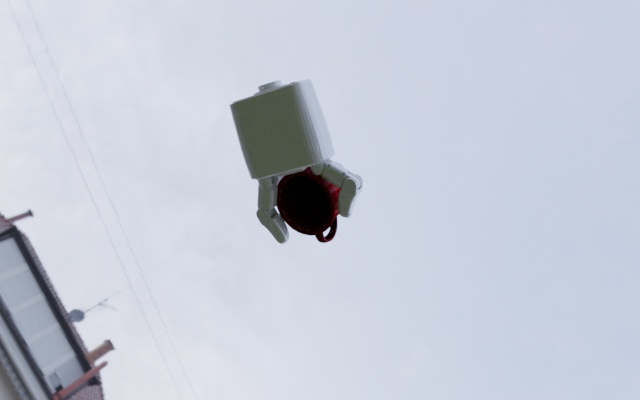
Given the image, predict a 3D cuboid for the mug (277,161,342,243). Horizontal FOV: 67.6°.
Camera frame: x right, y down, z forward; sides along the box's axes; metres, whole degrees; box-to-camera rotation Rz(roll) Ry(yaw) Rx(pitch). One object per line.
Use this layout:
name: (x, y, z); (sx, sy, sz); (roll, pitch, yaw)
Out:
mug: (0.001, 0.003, 0.678); (0.093, 0.117, 0.081); (-8, 16, 33)
